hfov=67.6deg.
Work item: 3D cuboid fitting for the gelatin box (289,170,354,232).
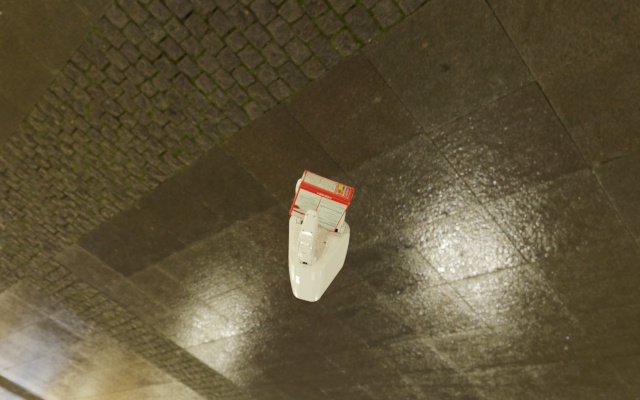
[{"bbox_3d":[0.000,0.002,0.681,0.073,0.030,0.089,21,-33,-2],"label":"gelatin box"}]
